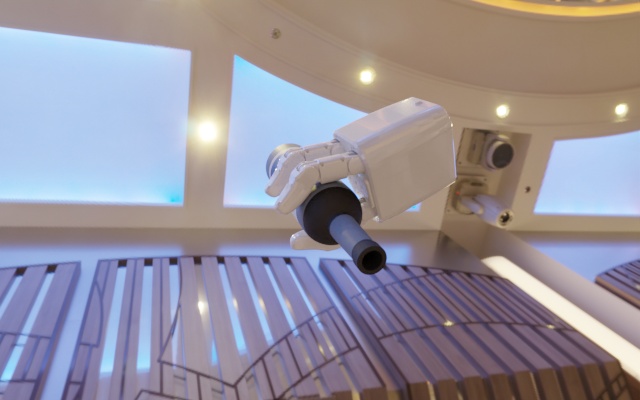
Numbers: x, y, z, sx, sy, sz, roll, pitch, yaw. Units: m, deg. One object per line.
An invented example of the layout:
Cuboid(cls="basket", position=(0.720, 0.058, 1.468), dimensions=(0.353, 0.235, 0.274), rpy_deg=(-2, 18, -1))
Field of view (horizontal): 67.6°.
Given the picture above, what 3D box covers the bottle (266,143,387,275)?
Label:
Cuboid(cls="bottle", position=(0.000, 0.002, 0.535), dimensions=(0.069, 0.069, 0.295), rpy_deg=(0, 20, -19))
